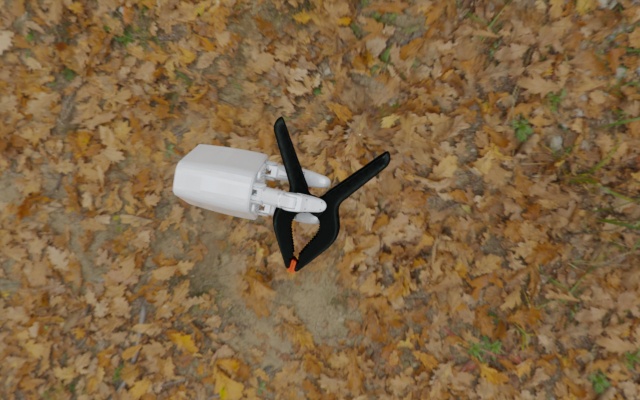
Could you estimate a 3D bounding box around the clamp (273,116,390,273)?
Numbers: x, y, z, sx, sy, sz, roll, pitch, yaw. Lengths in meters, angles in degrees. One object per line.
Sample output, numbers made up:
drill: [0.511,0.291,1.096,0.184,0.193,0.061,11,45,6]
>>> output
clamp: [0.000,0.003,0.663,0.164,0.210,0.036,11,9,1]
